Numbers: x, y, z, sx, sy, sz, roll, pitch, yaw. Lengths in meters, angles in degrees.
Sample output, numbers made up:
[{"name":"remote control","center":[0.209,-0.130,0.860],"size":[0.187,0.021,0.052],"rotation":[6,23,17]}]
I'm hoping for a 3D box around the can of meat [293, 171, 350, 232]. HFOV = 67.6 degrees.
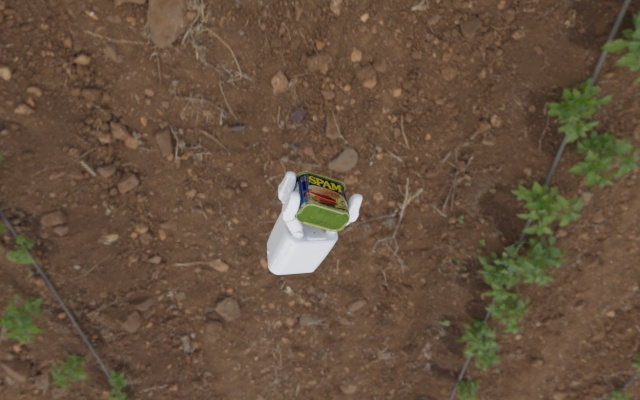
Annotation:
[{"name":"can of meat","center":[0.000,0.003,0.863],"size":[0.102,0.083,0.057],"rotation":[17,-51,-24]}]
